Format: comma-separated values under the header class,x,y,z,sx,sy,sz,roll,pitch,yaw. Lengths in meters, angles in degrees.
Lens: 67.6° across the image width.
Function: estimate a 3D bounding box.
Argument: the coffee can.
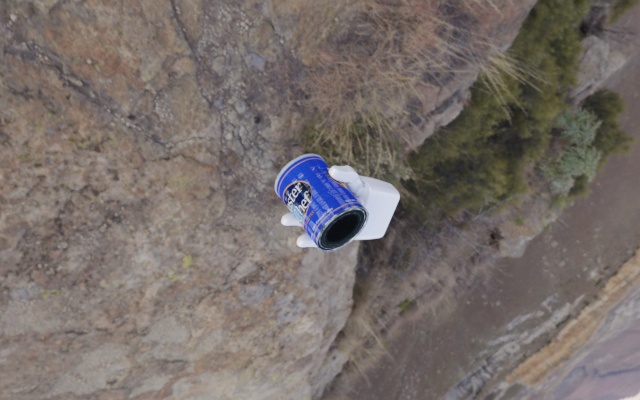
class,x,y,z,sx,sy,sz,roll,pitch,yaw
coffee can,0.000,0.002,0.813,0.103,0.103,0.140,0,41,-45
